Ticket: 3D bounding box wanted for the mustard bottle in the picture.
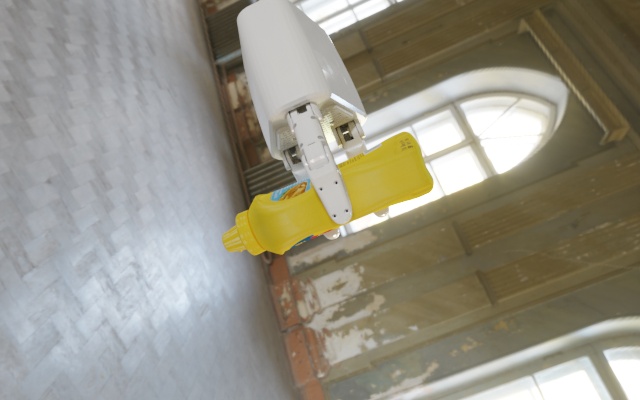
[{"bbox_3d":[0.000,0.002,0.426,0.191,0.058,0.096,-23,8,7],"label":"mustard bottle"}]
